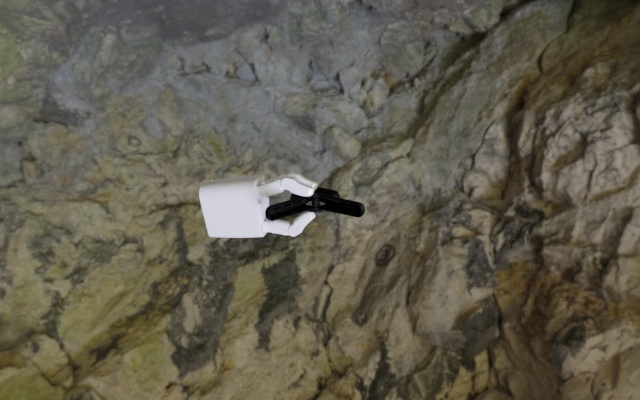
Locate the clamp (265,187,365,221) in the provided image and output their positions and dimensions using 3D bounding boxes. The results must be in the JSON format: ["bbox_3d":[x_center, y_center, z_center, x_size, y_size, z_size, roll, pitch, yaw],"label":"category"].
[{"bbox_3d":[0.000,0.004,0.872,0.164,0.036,0.210,0,11,6],"label":"clamp"}]
